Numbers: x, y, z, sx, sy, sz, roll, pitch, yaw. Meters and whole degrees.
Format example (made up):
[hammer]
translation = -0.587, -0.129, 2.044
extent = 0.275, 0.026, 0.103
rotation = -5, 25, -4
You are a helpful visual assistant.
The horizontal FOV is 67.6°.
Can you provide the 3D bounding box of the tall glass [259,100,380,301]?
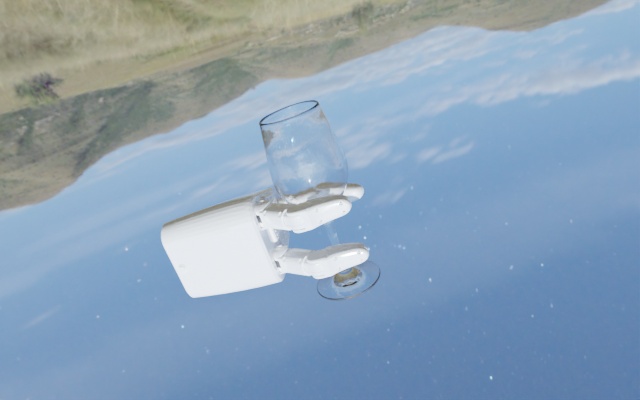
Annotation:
[tall glass]
translation = 0.000, 0.002, 0.498
extent = 0.079, 0.201, 0.079
rotation = -17, 22, 7
